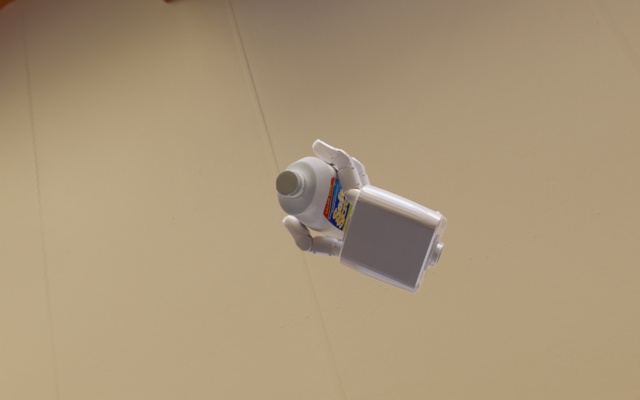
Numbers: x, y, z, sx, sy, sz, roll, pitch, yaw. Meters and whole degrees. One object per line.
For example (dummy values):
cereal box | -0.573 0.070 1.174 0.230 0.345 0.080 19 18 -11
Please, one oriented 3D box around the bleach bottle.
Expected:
bleach bottle | 0.000 0.002 0.654 0.068 0.102 0.251 21 1 20
